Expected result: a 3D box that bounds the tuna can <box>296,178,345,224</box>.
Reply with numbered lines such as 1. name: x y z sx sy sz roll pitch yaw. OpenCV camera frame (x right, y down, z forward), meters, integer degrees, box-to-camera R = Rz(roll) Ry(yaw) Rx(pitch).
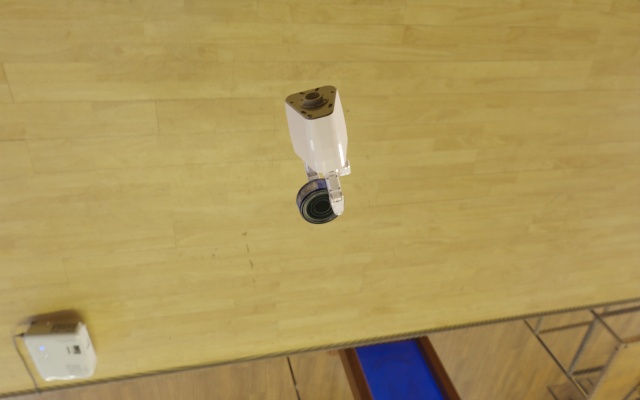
1. tuna can: 0.000 0.003 0.879 0.086 0.086 0.033 0 38 -19
